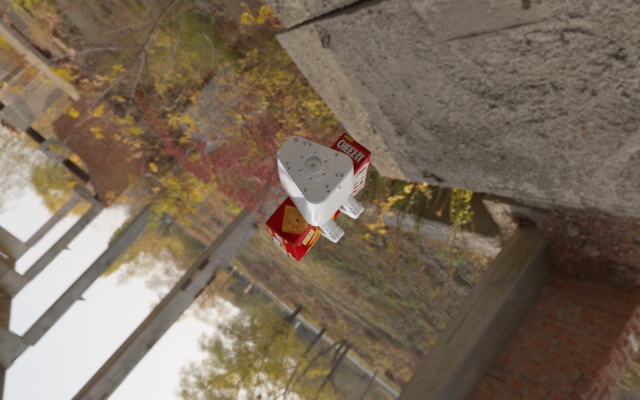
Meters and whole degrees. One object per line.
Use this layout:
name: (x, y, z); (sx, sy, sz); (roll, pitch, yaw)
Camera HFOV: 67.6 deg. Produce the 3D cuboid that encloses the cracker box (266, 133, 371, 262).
cracker box: (0.000, 0.003, 0.878); (0.072, 0.213, 0.164); (38, -14, 11)
